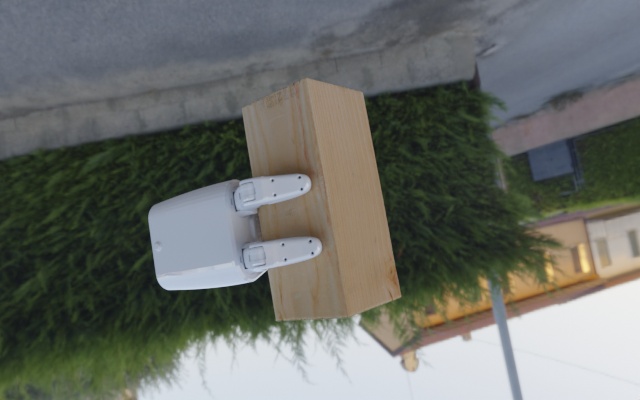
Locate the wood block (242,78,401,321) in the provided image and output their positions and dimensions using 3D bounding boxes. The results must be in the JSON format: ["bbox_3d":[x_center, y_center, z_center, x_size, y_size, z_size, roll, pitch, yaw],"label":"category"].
[{"bbox_3d":[0.000,0.002,0.460,0.090,0.206,0.091,-14,-7,38],"label":"wood block"}]
